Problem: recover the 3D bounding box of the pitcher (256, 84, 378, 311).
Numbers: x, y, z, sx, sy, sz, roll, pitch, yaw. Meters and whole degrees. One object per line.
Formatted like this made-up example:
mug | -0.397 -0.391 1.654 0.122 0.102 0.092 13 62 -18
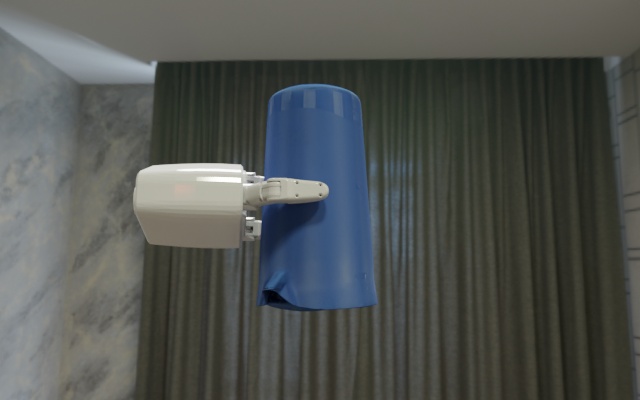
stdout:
pitcher | 0.000 0.002 0.549 0.145 0.243 0.149 1 -7 -10
